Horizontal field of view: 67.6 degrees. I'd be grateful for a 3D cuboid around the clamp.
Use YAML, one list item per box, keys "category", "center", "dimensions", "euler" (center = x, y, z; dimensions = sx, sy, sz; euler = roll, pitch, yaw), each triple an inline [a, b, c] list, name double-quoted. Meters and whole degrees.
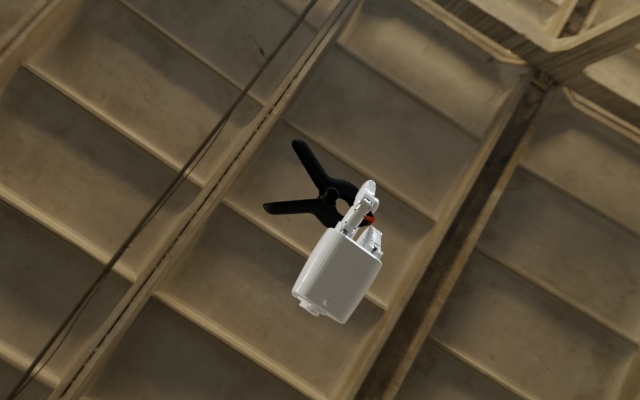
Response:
- category: "clamp"
  center: [0.000, 0.002, 0.709]
  dimensions: [0.171, 0.120, 0.039]
  euler: [36, -14, -12]
